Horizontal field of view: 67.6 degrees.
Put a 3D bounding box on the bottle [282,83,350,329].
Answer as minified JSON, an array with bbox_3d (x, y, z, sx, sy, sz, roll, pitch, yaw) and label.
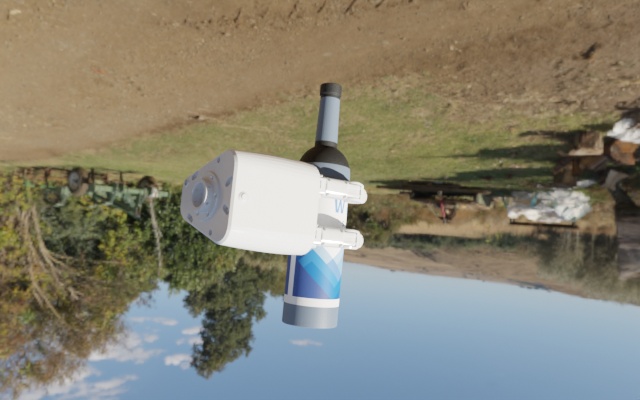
[{"bbox_3d":[0.000,0.002,0.587,0.069,0.295,0.069,5,-6,1],"label":"bottle"}]
